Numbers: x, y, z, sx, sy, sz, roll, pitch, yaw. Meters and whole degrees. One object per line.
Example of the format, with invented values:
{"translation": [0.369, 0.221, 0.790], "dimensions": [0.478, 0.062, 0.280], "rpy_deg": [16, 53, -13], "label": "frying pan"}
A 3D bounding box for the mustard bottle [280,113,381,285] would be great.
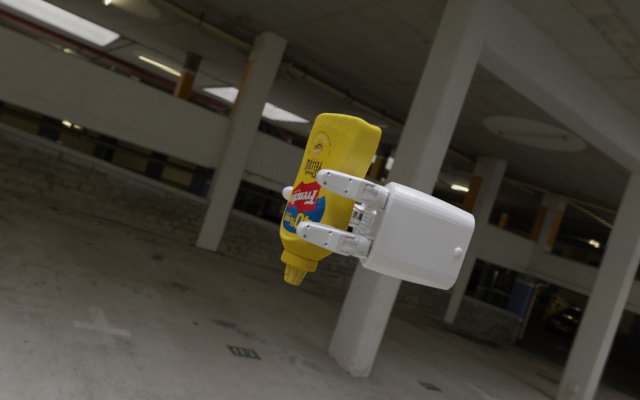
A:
{"translation": [0.000, 0.001, 0.532], "dimensions": [0.058, 0.191, 0.096], "rpy_deg": [19, 0, -34], "label": "mustard bottle"}
